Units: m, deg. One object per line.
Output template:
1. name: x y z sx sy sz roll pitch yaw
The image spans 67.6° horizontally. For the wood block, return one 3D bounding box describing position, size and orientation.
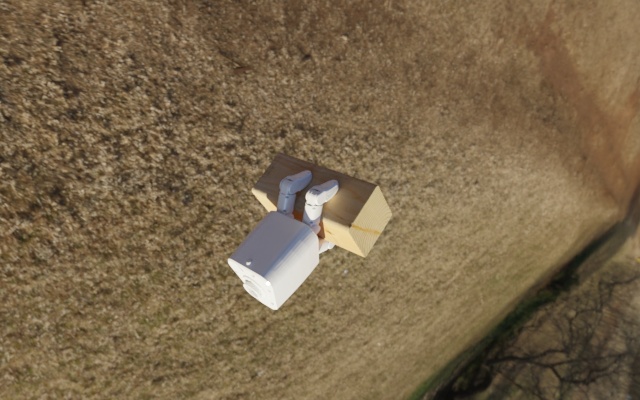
1. wood block: 0.000 0.003 0.792 0.206 0.090 0.091 22 -21 35
